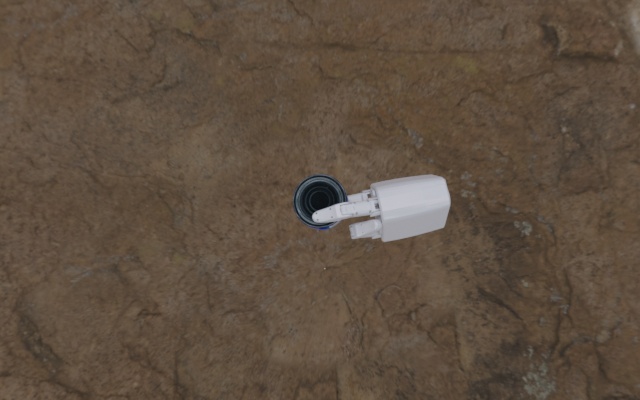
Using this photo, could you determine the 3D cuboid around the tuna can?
[{"bbox_3d":[0.000,0.002,0.746,0.086,0.086,0.034,0,-7,6],"label":"tuna can"}]
